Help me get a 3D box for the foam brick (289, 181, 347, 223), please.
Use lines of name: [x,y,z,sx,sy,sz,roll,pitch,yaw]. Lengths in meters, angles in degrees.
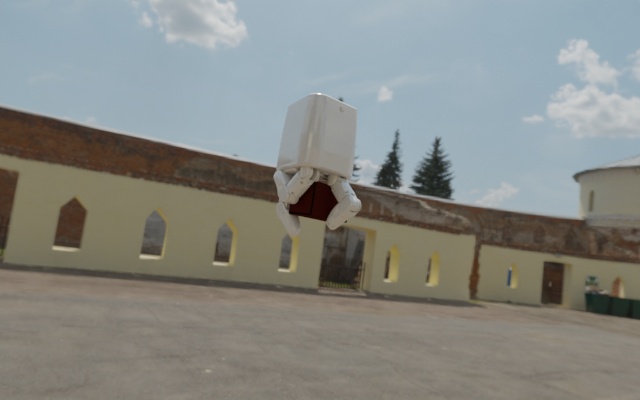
foam brick: [0.000,0.002,0.721,0.078,0.051,0.053,14,-8,-43]
